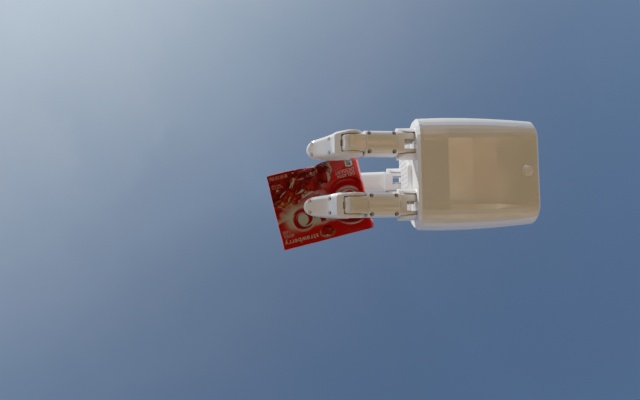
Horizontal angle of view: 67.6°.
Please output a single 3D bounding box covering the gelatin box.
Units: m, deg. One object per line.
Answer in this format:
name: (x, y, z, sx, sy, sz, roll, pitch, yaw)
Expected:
gelatin box: (0.000, 0.002, 0.461, 0.089, 0.073, 0.030, -14, 0, 5)
